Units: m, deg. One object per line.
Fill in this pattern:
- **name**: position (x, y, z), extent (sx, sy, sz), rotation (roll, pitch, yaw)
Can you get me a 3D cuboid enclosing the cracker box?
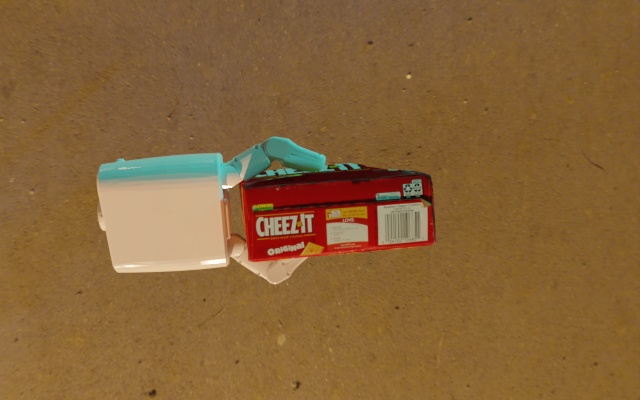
- **cracker box**: position (0.000, 0.002, 0.497), extent (0.164, 0.072, 0.213), rotation (-5, 7, -10)
